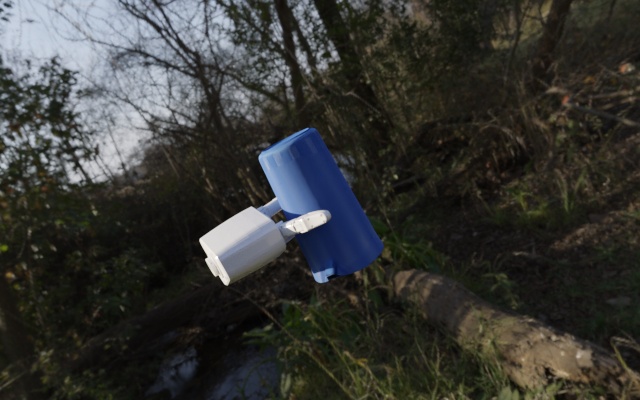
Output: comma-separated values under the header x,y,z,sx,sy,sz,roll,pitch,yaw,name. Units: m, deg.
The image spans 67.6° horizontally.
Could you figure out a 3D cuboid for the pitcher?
x,y,z,sx,sy,sz,roll,pitch,yaw,name
0.000,0.003,0.815,0.145,0.243,0.149,-31,12,-18,pitcher
